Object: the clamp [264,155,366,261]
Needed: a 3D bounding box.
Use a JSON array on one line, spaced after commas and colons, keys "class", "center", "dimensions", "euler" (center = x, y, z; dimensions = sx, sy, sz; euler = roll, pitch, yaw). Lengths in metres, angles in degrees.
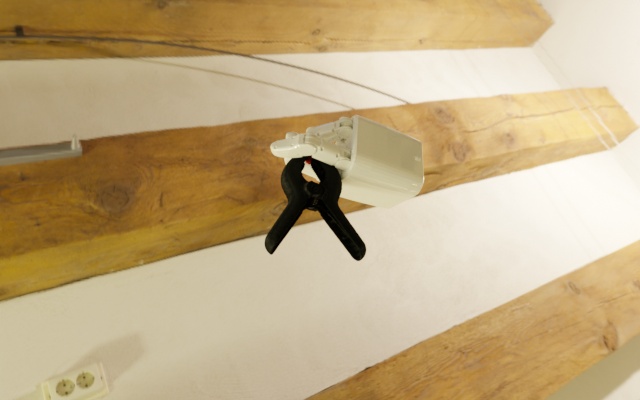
[{"class": "clamp", "center": [0.000, 0.002, 0.592], "dimensions": [0.120, 0.171, 0.039], "euler": [17, -36, -15]}]
